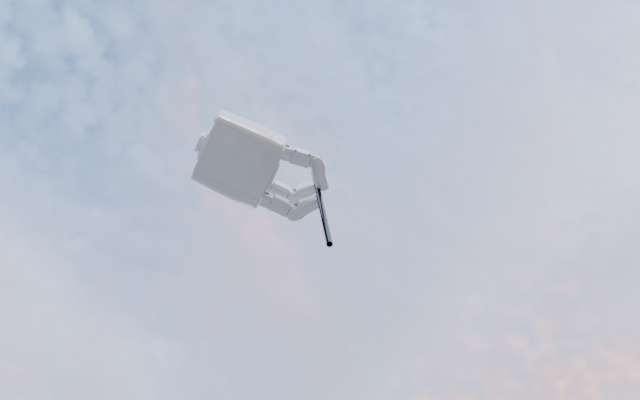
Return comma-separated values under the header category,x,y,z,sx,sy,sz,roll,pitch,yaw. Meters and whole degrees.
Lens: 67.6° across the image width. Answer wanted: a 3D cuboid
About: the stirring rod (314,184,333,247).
category,x,y,z,sx,sy,sz,roll,pitch,yaw
stirring rod,0.000,0.002,0.697,0.011,0.011,0.239,0,25,-6
